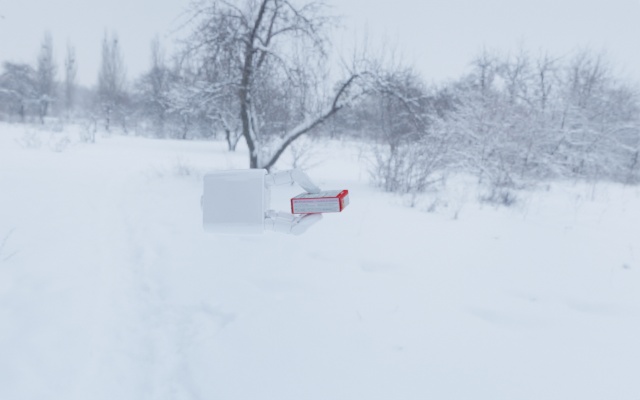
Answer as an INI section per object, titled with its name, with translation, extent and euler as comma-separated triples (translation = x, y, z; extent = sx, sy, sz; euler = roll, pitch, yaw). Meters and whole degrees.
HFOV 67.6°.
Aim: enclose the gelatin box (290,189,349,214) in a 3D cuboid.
[gelatin box]
translation = 0.000, 0.002, 0.830
extent = 0.089, 0.030, 0.073
euler = -3, 10, 15
